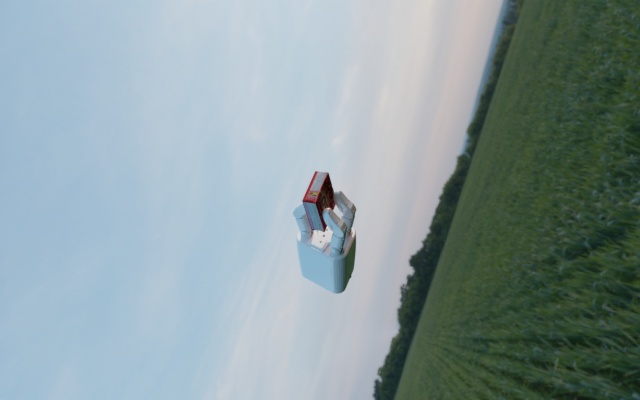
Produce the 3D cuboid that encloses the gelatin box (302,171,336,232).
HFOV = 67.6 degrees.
[{"bbox_3d":[0.000,0.003,0.869,0.030,0.073,0.089,8,-37,21],"label":"gelatin box"}]
